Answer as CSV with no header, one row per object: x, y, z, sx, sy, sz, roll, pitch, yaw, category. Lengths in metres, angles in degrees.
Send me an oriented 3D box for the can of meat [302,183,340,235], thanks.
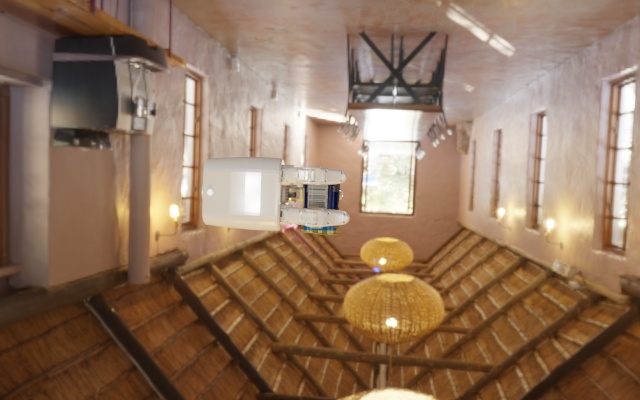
0.000,0.003,0.688,0.057,0.084,0.102,2,3,0,can of meat
